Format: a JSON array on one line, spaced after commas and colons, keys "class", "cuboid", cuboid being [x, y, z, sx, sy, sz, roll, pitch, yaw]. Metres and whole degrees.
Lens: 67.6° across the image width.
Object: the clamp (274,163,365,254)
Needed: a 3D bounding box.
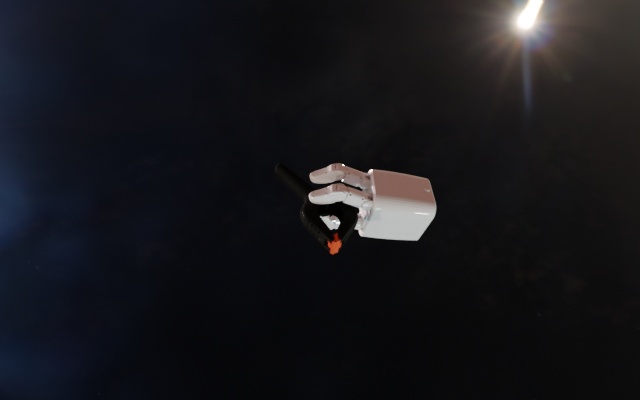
[{"class": "clamp", "cuboid": [0.000, 0.004, 0.799, 0.164, 0.036, 0.209, 5, 40, -5]}]
